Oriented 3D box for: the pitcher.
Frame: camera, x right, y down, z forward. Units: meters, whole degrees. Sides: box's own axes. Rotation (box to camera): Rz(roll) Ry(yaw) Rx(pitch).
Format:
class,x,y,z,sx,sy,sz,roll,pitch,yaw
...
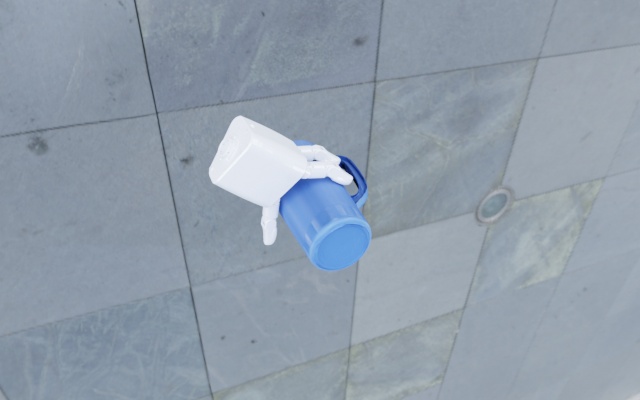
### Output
class,x,y,z,sx,sy,sz,roll,pitch,yaw
pitcher,0.000,0.003,0.830,0.145,0.149,0.242,24,21,-37
